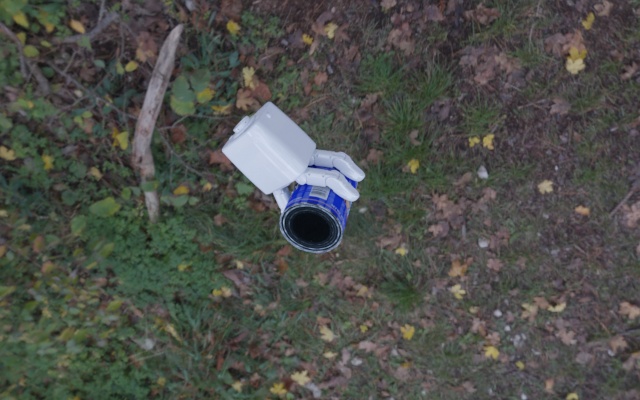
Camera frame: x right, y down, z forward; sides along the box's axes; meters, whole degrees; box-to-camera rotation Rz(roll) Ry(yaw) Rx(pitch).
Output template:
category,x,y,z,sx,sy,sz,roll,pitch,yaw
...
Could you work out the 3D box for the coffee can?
category,x,y,z,sx,sy,sz,roll,pitch,yaw
coffee can,0.000,0.003,0.796,0.103,0.103,0.140,0,37,16
